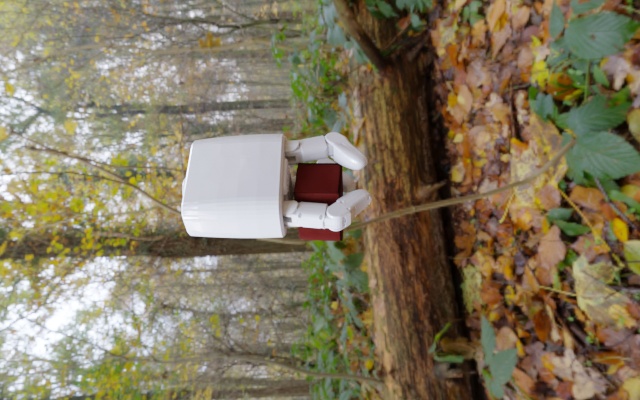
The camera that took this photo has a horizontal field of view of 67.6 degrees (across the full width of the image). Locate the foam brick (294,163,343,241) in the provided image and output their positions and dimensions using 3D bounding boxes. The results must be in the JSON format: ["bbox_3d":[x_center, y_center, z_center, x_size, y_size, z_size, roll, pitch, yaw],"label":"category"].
[{"bbox_3d":[0.000,0.002,0.548,0.051,0.078,0.053,0,43,4],"label":"foam brick"}]
